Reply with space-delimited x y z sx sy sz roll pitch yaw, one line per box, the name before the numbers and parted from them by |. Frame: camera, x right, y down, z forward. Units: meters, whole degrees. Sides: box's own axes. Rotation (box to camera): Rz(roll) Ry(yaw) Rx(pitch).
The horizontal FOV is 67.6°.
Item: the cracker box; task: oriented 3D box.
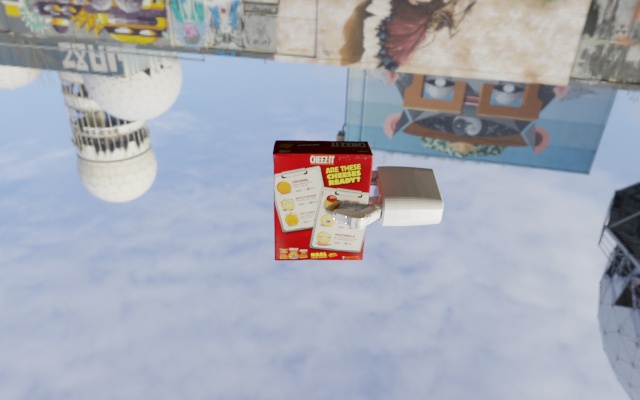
cracker box | 0.000 0.003 0.843 0.164 0.214 0.072 0 29 -4
